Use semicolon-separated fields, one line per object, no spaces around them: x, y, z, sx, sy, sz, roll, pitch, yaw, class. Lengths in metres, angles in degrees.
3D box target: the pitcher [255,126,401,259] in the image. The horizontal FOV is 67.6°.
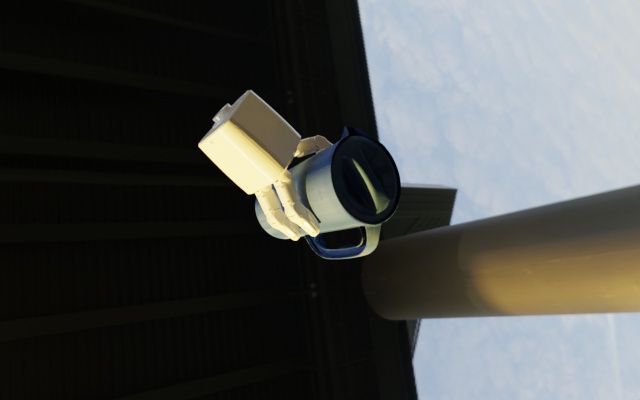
0.000;0.002;0.757;0.145;0.149;0.243;43;-34;-21;pitcher
